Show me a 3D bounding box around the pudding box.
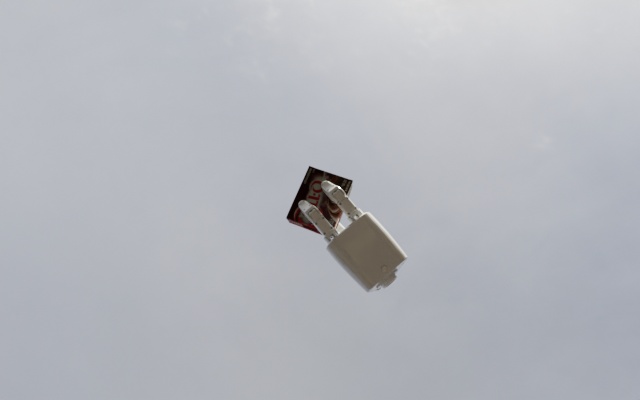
[{"bbox_3d":[0.000,0.003,0.884,0.090,0.113,0.039,19,-18,12],"label":"pudding box"}]
